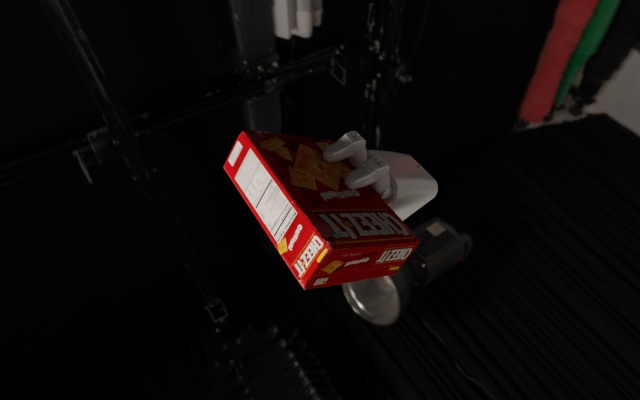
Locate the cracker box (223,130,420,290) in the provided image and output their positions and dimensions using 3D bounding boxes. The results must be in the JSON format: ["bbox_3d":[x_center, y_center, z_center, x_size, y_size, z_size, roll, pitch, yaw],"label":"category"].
[{"bbox_3d":[0.000,0.002,0.607,0.164,0.072,0.213,0,41,-44],"label":"cracker box"}]
